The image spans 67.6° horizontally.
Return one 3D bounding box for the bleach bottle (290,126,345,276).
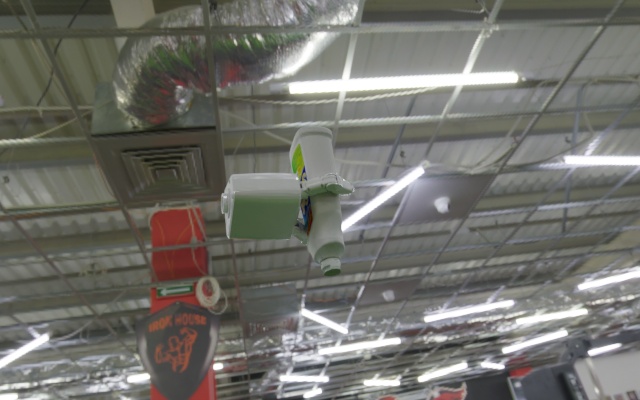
[{"bbox_3d":[0.000,0.003,0.802,0.068,0.250,0.103,0,-32,-19],"label":"bleach bottle"}]
